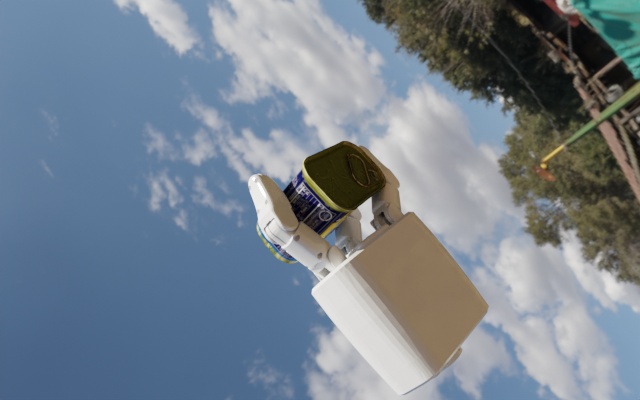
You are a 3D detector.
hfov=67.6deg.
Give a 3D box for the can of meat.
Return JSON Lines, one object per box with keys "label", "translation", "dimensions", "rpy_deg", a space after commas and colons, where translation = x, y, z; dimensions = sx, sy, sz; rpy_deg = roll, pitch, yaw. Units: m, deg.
{"label": "can of meat", "translation": [0.000, 0.002, 0.428], "dimensions": [0.084, 0.057, 0.102], "rpy_deg": [-47, -7, 33]}
